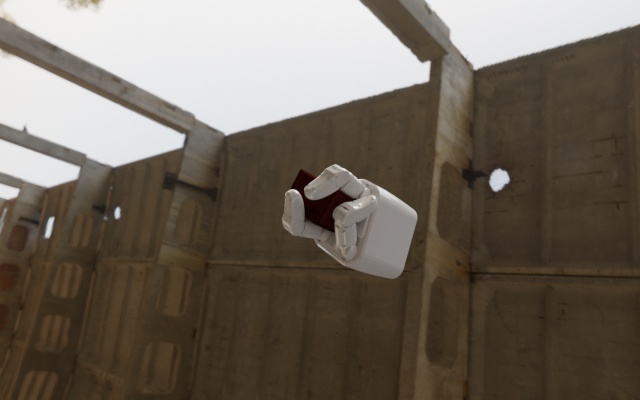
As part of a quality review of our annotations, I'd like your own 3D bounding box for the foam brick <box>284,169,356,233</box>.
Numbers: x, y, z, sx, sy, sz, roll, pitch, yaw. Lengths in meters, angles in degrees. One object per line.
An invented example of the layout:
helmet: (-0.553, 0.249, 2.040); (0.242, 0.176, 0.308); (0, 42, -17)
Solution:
foam brick: (0.000, 0.002, 0.629); (0.051, 0.053, 0.078); (25, 6, -44)
